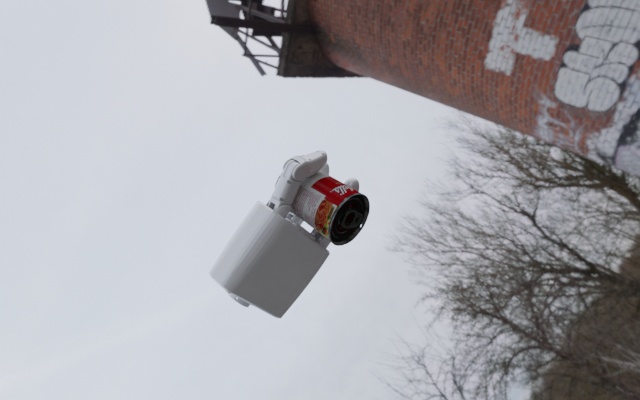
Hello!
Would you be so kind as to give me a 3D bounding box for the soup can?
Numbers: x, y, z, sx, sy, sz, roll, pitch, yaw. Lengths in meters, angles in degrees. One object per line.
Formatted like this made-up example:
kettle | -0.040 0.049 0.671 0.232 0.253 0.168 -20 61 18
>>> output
soup can | 0.000 0.001 0.584 0.102 0.068 0.068 31 20 36
